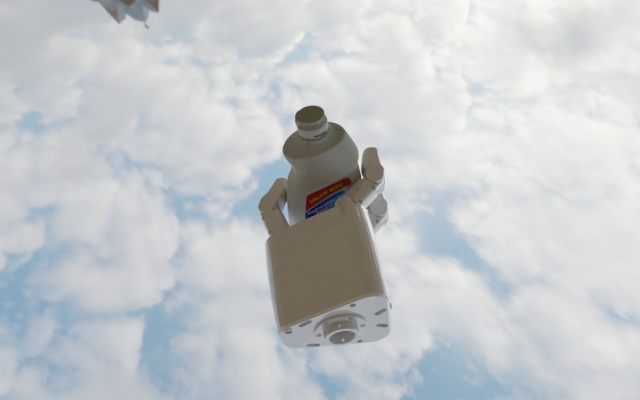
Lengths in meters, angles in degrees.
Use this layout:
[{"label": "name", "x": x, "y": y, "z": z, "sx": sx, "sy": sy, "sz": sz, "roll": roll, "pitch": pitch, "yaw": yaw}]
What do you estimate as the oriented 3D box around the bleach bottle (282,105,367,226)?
[{"label": "bleach bottle", "x": 0.000, "y": 0.002, "z": 0.547, "sx": 0.102, "sy": 0.068, "sz": 0.251, "roll": -13, "pitch": -42, "yaw": 0}]
